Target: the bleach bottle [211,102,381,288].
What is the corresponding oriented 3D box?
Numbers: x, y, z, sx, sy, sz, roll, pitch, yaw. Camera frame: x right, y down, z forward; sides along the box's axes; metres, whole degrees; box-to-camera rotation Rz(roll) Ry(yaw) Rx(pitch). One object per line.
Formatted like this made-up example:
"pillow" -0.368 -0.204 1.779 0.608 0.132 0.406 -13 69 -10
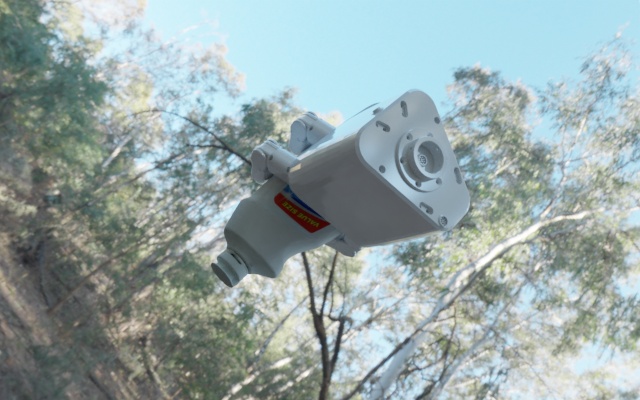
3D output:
"bleach bottle" 0.000 0.001 0.484 0.250 0.102 0.068 -41 11 -29
